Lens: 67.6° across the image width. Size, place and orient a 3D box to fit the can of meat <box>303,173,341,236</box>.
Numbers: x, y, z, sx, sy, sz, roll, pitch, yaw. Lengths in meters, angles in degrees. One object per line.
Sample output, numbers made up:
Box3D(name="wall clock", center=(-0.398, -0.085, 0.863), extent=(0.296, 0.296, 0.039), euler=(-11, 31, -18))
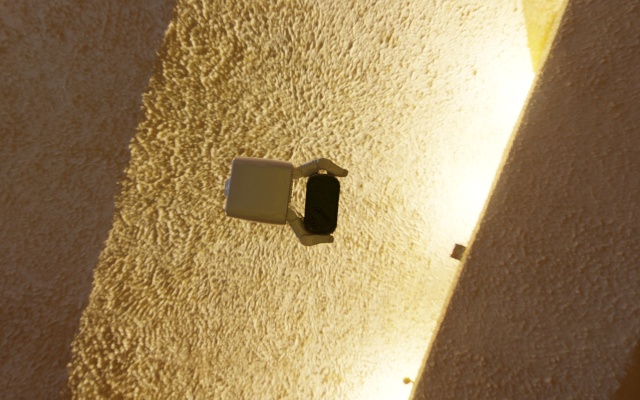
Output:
Box3D(name="can of meat", center=(0.000, 0.003, 0.835), extent=(0.057, 0.102, 0.084), euler=(4, 7, -4))
